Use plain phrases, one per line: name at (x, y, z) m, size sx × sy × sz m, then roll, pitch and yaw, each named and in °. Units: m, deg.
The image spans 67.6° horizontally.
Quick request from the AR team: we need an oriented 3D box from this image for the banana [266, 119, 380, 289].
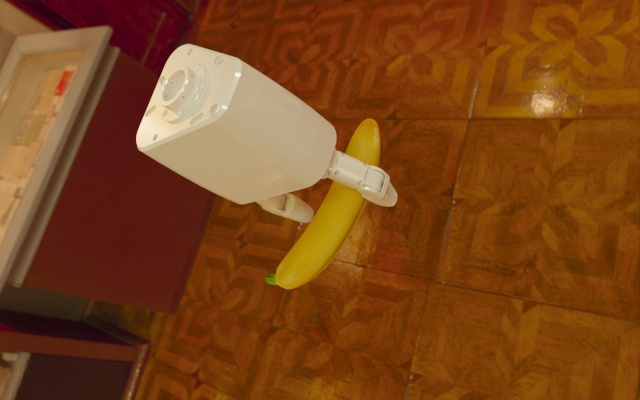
banana at (0.007, 0.012, 0.454) m, size 0.037 × 0.198 × 0.069 m, roll 28°, pitch 9°, yaw -40°
